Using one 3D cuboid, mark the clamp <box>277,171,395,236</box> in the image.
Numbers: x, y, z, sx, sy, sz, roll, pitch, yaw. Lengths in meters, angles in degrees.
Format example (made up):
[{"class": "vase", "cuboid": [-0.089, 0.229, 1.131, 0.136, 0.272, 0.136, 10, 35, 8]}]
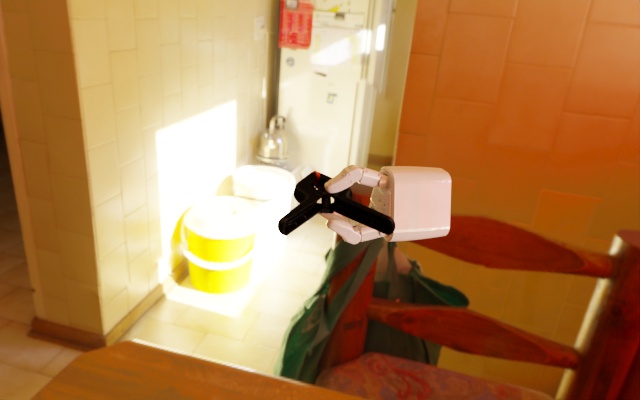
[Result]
[{"class": "clamp", "cuboid": [0.000, 0.001, 0.730, 0.164, 0.036, 0.210, -2, 23, -17]}]
